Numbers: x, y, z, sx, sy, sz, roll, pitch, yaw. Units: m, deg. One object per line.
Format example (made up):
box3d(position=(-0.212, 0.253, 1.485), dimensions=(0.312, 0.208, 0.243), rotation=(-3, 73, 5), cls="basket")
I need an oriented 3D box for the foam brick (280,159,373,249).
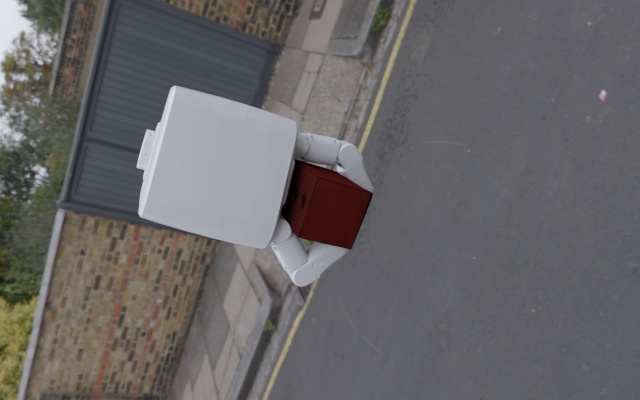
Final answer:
box3d(position=(0.000, 0.001, 0.415), dimensions=(0.051, 0.053, 0.078), rotation=(15, 10, -23), cls="foam brick")
